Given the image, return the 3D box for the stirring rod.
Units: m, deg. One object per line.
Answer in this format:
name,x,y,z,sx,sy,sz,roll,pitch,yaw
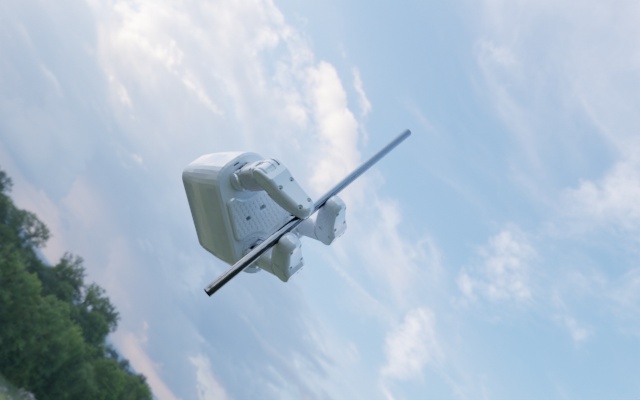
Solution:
stirring rod,0.000,0.001,0.407,0.239,0.011,0.011,-39,19,-26
